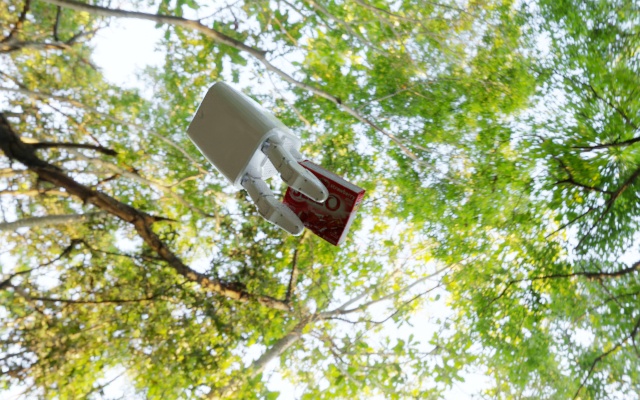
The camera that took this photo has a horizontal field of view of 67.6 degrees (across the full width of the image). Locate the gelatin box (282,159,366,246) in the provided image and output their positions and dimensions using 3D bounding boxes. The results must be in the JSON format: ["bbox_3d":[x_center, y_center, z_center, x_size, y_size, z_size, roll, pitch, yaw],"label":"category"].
[{"bbox_3d":[0.001,0.002,0.579,0.089,0.073,0.030,29,22,17],"label":"gelatin box"}]
